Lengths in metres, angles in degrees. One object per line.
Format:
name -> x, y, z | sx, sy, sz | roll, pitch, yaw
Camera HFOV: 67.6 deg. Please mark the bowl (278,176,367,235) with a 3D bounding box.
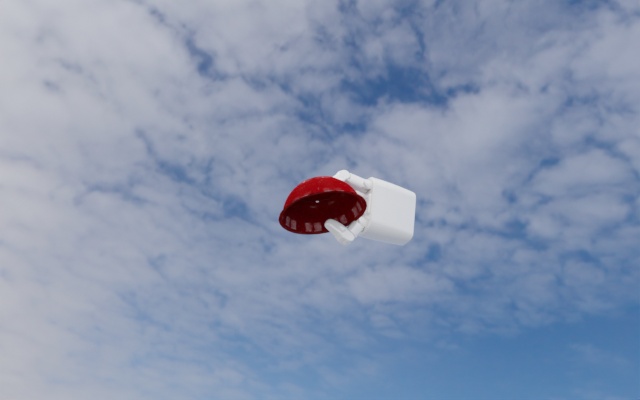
bowl -> -0.001, 0.002, 0.871 | 0.162, 0.055, 0.162 | -9, -28, -5
